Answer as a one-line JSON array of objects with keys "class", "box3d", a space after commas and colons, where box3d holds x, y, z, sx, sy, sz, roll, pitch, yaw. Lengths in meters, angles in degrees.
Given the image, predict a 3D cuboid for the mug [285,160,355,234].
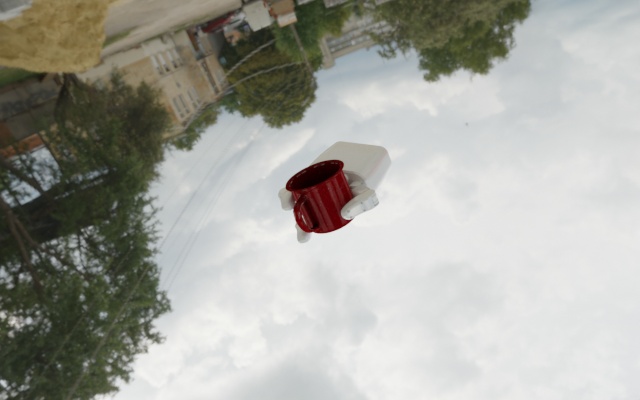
[{"class": "mug", "box3d": [0.000, 0.003, 0.706, 0.093, 0.081, 0.117, -6, 28, 35]}]
